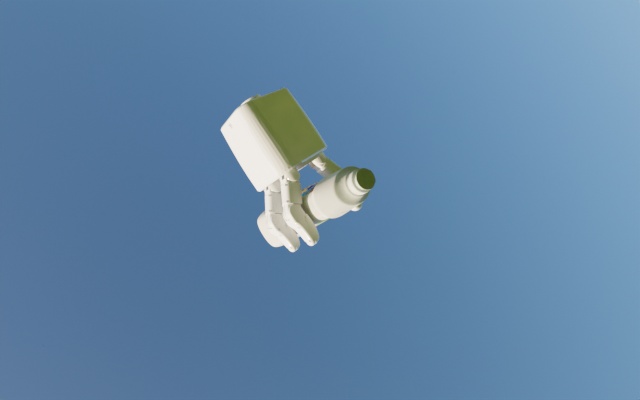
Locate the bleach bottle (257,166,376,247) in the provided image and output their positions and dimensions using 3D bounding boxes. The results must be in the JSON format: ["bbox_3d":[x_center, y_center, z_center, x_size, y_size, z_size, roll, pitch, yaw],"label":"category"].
[{"bbox_3d":[0.000,0.002,0.683,0.102,0.068,0.251,-34,3,-33],"label":"bleach bottle"}]
